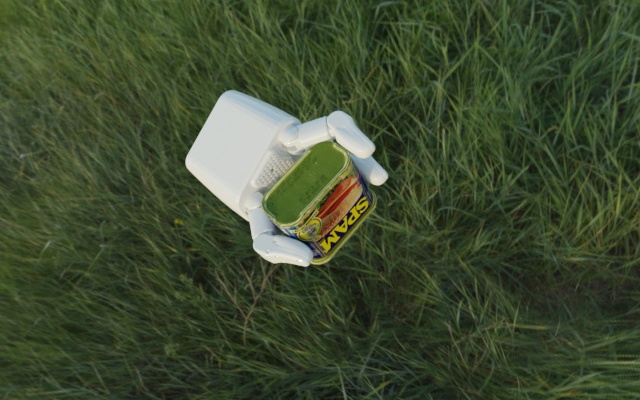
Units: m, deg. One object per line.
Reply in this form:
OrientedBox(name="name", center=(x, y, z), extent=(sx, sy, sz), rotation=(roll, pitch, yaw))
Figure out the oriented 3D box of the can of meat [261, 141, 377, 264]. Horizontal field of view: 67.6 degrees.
OrientedBox(name="can of meat", center=(0.000, 0.002, 0.478), extent=(0.057, 0.102, 0.084), rotation=(36, -11, 36))
